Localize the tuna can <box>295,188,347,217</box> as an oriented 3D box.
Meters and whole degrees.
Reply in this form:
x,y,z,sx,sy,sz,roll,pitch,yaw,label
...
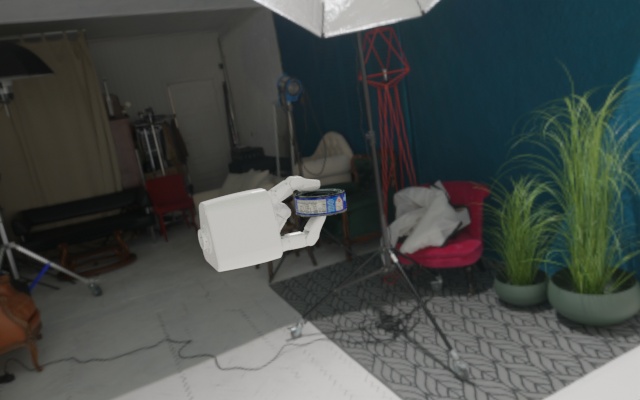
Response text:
x,y,z,sx,sy,sz,roll,pitch,yaw,label
0.000,0.002,0.795,0.086,0.034,0.086,-5,9,1,tuna can
